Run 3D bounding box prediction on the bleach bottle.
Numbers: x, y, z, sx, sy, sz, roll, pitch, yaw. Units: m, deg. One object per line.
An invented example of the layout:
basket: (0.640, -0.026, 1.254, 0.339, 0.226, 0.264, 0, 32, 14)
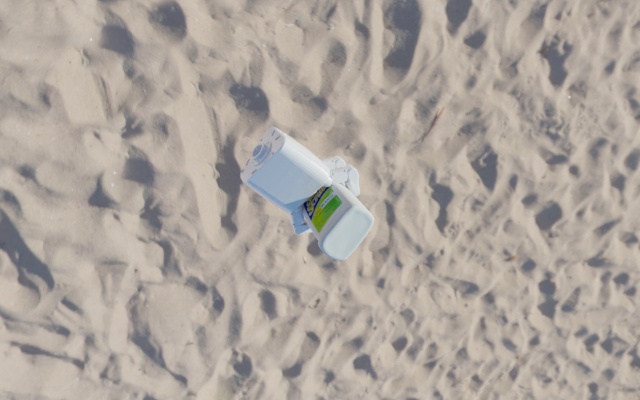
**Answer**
bleach bottle: (0.000, 0.003, 0.873, 0.068, 0.102, 0.250, 35, 7, -33)
